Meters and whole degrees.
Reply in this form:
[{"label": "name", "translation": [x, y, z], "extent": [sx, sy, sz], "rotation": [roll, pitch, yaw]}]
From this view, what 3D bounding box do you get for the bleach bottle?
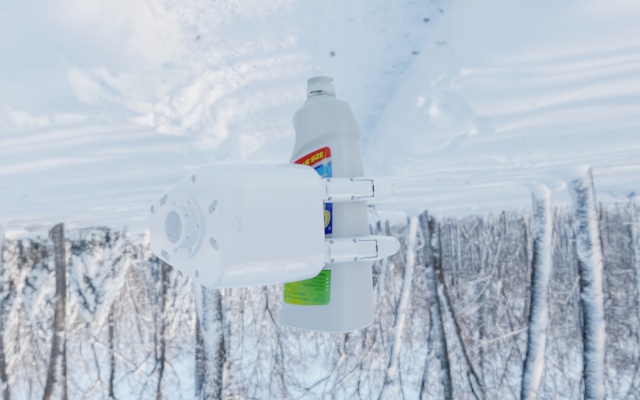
[{"label": "bleach bottle", "translation": [0.000, 0.002, 0.492], "extent": [0.102, 0.251, 0.068], "rotation": [-6, -4, 42]}]
